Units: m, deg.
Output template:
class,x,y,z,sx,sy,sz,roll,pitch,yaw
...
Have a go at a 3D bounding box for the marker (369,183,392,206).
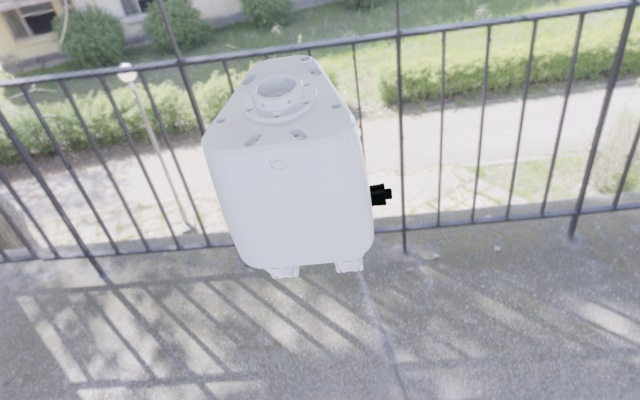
class,x,y,z,sx,sy,sz,roll,pitch,yaw
marker,0.000,0.001,0.405,0.121,0.020,0.020,-7,-1,5
